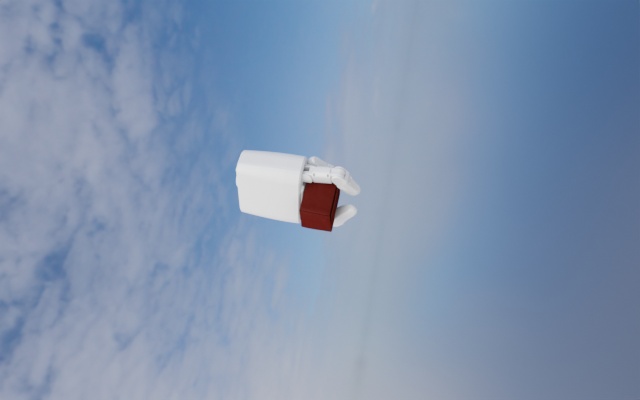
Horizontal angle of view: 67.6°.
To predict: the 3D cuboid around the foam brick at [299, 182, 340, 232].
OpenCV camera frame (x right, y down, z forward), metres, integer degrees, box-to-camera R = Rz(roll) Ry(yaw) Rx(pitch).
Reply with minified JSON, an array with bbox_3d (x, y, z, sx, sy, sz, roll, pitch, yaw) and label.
[{"bbox_3d":[0.000,0.003,0.763,0.051,0.078,0.053,9,-32,7],"label":"foam brick"}]
